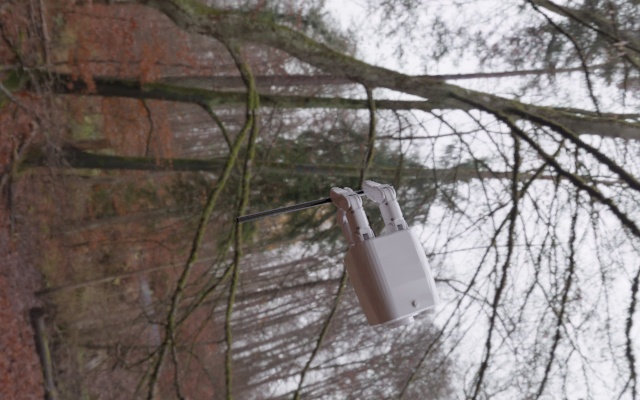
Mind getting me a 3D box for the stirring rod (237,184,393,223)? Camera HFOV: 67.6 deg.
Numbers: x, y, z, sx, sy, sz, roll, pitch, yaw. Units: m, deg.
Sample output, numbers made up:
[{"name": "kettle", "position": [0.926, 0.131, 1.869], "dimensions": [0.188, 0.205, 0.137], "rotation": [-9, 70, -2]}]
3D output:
[{"name": "stirring rod", "position": [0.000, 0.002, 0.664], "dimensions": [0.239, 0.011, 0.011], "rotation": [-12, 5, -25]}]
